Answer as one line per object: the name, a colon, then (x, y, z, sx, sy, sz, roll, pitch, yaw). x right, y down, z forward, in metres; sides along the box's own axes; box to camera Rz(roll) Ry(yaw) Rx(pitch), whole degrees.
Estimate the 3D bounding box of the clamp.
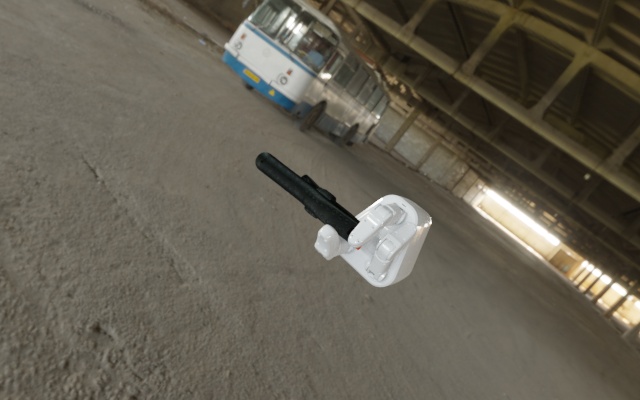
clamp: (0.001, 0.002, 0.617, 0.171, 0.039, 0.120, 42, 13, 21)
